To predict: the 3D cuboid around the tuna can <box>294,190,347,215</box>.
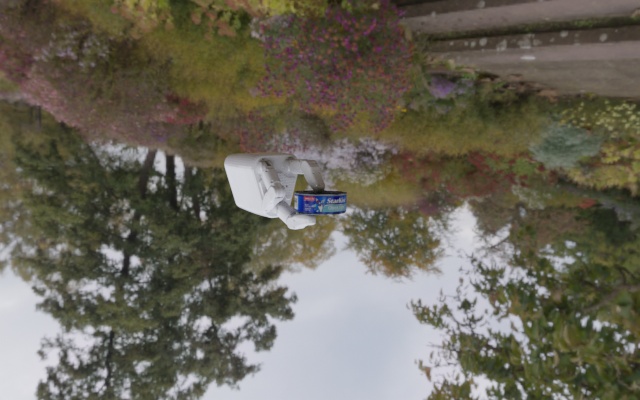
[{"bbox_3d":[0.000,0.003,0.778,0.086,0.034,0.086,1,5,0],"label":"tuna can"}]
